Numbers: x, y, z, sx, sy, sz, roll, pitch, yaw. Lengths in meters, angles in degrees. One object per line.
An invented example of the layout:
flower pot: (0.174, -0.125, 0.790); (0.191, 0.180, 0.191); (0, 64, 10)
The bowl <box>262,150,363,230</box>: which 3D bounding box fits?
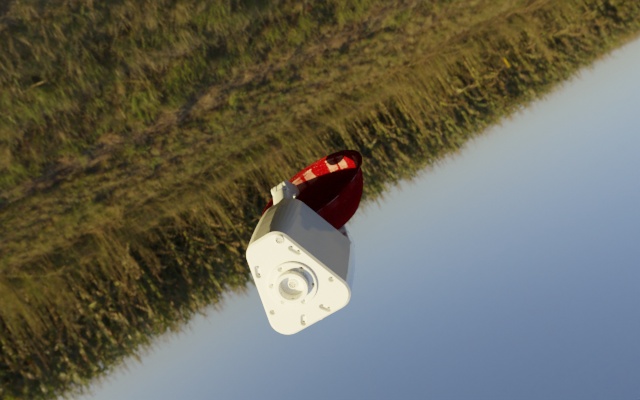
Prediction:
bowl: (0.001, 0.002, 0.647); (0.162, 0.055, 0.162); (-31, 24, 15)
